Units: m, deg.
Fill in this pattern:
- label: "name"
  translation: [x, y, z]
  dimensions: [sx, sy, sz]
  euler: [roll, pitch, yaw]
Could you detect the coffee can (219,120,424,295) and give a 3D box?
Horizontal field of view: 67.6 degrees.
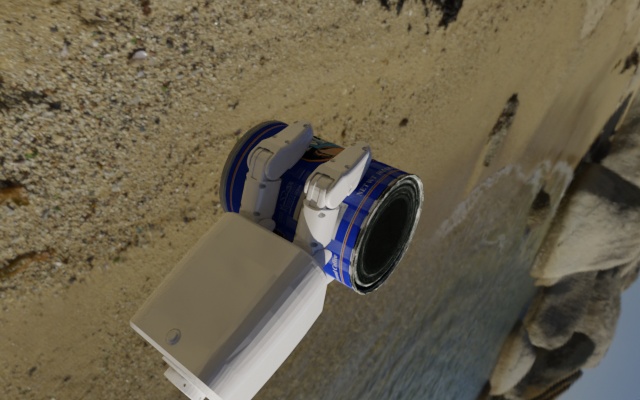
- label: "coffee can"
  translation: [0.000, 0.001, 0.405]
  dimensions: [0.140, 0.103, 0.103]
  euler: [25, 13, 30]
